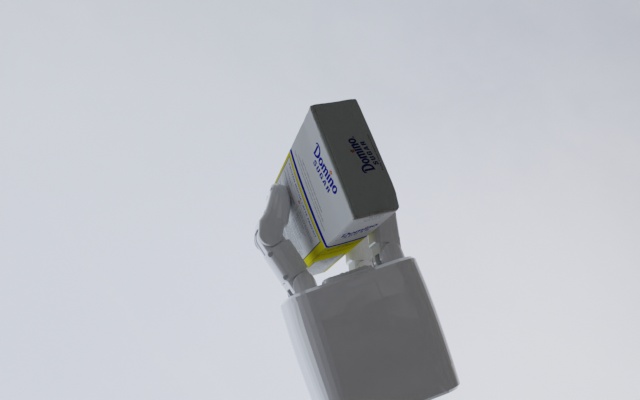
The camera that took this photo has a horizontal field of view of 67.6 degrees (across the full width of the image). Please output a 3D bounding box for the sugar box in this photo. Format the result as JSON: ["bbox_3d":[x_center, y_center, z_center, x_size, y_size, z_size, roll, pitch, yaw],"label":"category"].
[{"bbox_3d":[0.001,0.001,0.410,0.048,0.093,0.176,-13,-17,-25],"label":"sugar box"}]
